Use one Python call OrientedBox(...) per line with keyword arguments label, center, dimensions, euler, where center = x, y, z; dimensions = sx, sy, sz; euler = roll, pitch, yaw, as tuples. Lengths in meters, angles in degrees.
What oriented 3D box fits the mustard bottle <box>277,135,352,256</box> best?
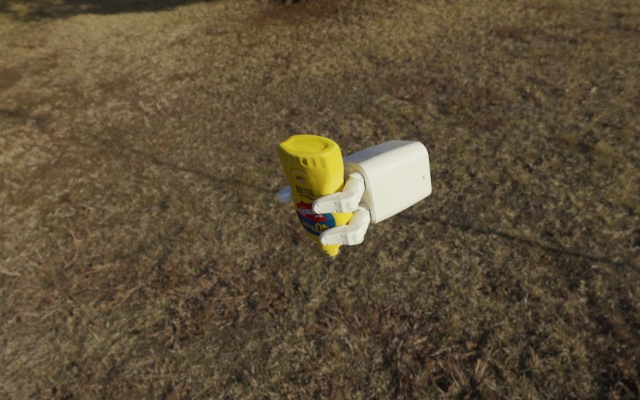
OrientedBox(label="mustard bottle", center=(0.000, 0.002, 0.695), dimensions=(0.096, 0.192, 0.058), euler=(15, 42, 38))
